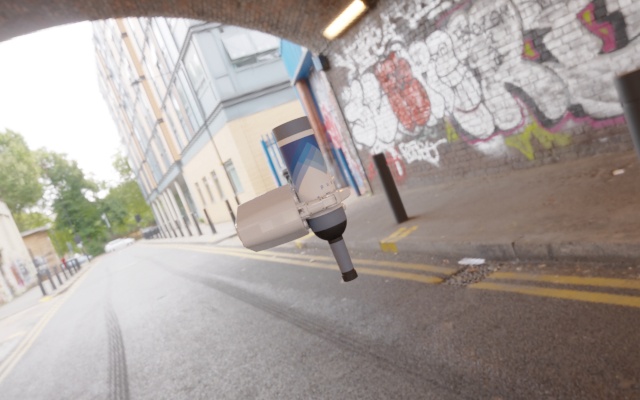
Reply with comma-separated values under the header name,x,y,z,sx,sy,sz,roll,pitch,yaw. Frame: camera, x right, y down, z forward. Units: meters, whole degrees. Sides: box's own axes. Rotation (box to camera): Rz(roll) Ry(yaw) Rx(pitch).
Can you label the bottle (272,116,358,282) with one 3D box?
name,x,y,z,sx,sy,sz,roll,pitch,yaw
bottle,0.000,0.002,0.834,0.069,0.296,0.069,-21,5,2
